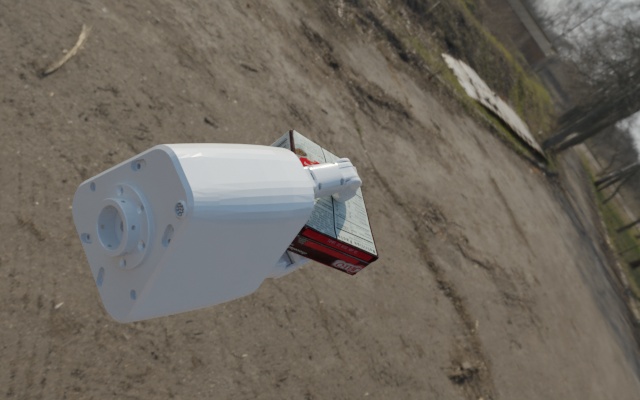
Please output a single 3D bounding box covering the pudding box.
[{"bbox_3d":[0.000,0.001,0.422,0.090,0.113,0.039,27,-50,-37],"label":"pudding box"}]
